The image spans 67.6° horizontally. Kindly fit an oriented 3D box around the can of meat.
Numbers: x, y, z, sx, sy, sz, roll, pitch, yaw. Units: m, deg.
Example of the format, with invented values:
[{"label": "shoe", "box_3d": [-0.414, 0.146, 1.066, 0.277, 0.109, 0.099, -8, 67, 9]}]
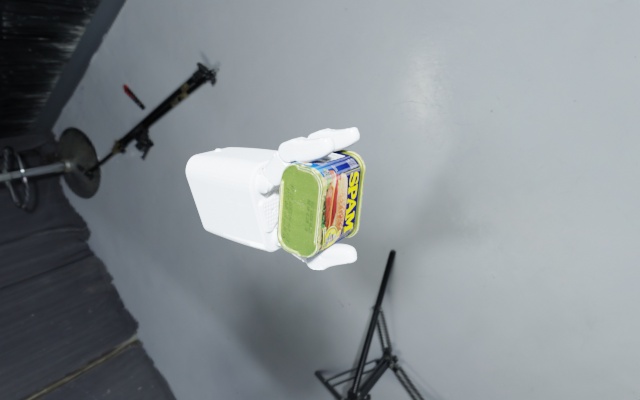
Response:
[{"label": "can of meat", "box_3d": [0.000, 0.002, 0.509, 0.057, 0.102, 0.084, 17, 23, 30]}]
